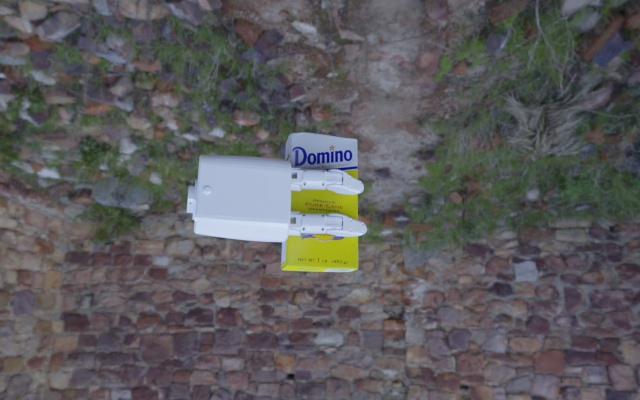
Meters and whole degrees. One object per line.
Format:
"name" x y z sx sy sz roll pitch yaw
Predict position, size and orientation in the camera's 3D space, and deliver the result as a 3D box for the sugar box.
"sugar box" 0.000 0.002 0.615 0.093 0.176 0.048 4 -15 -14
